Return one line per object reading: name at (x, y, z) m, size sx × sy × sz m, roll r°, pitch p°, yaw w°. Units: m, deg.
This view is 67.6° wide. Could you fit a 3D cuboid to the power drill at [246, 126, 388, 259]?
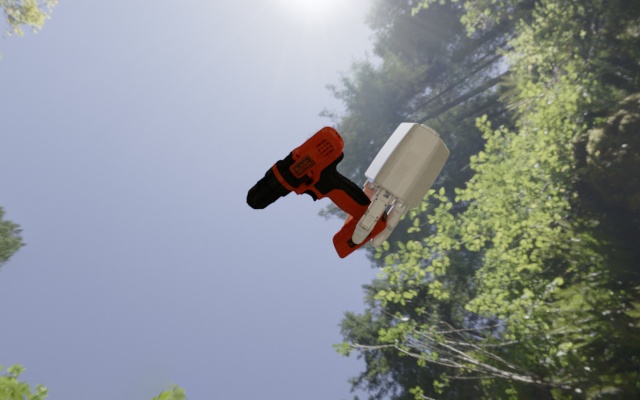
power drill at (0.001, 0.003, 0.755) m, size 0.184 × 0.188 × 0.057 m, roll -37°, pitch 18°, yaw 20°
